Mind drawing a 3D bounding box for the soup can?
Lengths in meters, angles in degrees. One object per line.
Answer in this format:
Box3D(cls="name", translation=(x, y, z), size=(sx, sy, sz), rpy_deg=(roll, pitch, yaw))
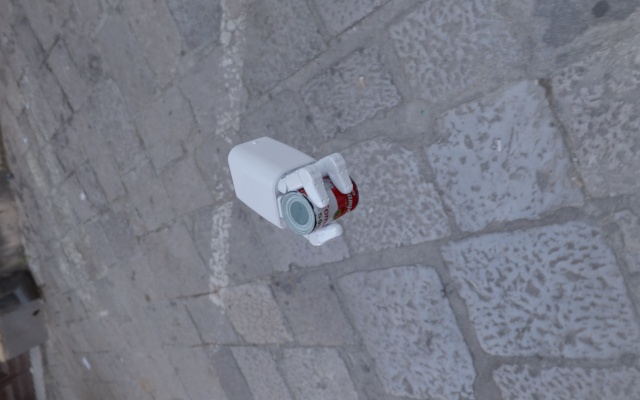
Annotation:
Box3D(cls="soup can", translation=(0.000, 0.003, 0.705), size=(0.068, 0.068, 0.102), rpy_deg=(0, 19, 43))
